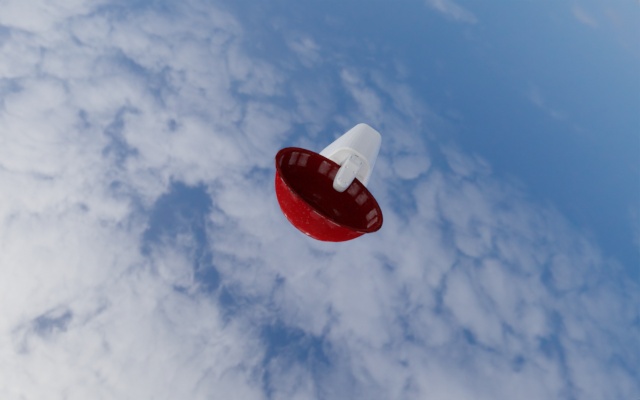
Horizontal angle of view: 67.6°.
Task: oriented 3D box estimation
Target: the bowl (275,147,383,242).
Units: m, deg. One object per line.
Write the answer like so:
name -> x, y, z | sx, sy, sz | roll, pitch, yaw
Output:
bowl -> -0.001, 0.003, 0.614 | 0.162, 0.055, 0.162 | 28, 26, -16
